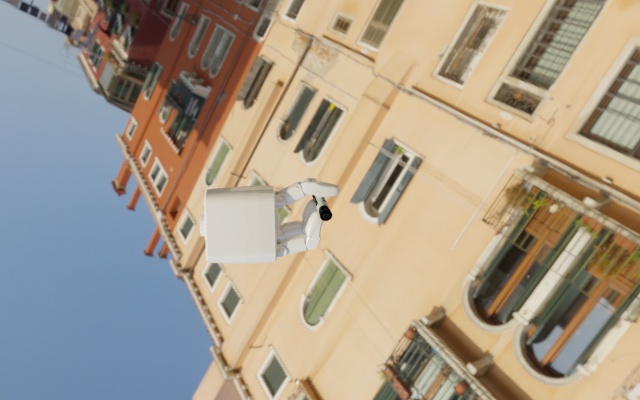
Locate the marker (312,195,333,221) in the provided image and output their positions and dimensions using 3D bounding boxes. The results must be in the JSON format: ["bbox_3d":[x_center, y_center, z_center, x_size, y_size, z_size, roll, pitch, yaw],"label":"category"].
[{"bbox_3d":[0.000,0.002,0.742,0.020,0.020,0.121,0,21,-9],"label":"marker"}]
